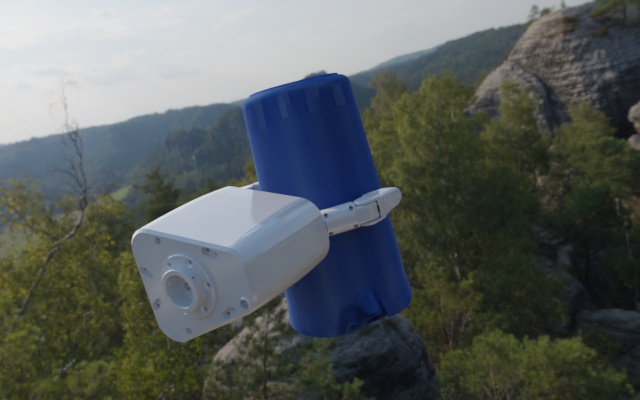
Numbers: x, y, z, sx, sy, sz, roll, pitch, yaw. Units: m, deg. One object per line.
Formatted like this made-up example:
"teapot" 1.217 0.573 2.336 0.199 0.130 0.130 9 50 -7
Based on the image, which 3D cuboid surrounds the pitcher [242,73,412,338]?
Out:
"pitcher" 0.000 0.002 0.495 0.149 0.243 0.145 -7 13 31
